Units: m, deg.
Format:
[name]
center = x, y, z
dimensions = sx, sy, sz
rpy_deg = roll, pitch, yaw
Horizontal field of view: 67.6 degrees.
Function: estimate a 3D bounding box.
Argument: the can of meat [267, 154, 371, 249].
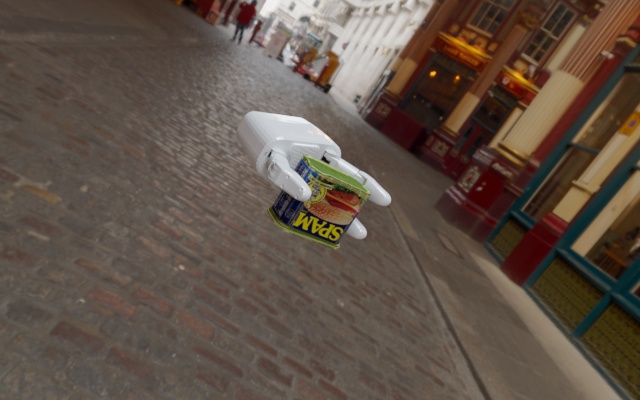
[can of meat]
center = 0.000, 0.002, 0.585
dimensions = 0.102, 0.084, 0.057
rpy_deg = 23, 17, -32
